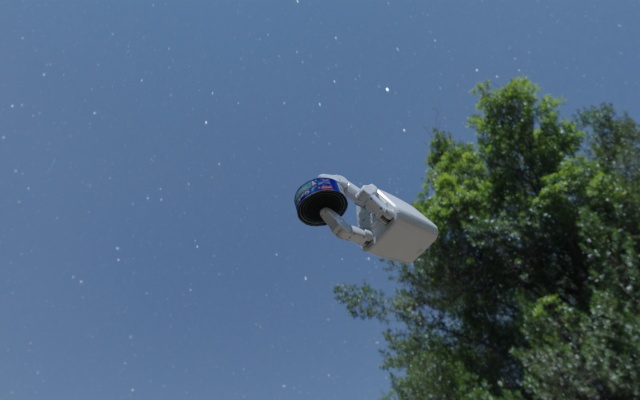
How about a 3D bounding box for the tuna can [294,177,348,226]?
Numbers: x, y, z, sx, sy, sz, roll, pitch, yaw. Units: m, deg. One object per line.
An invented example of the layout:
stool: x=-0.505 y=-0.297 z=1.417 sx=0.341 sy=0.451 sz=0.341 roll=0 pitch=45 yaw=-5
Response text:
tuna can: x=0.000 y=0.002 z=0.795 sx=0.086 sy=0.033 sz=0.086 roll=-10 pitch=-42 yaw=-9
